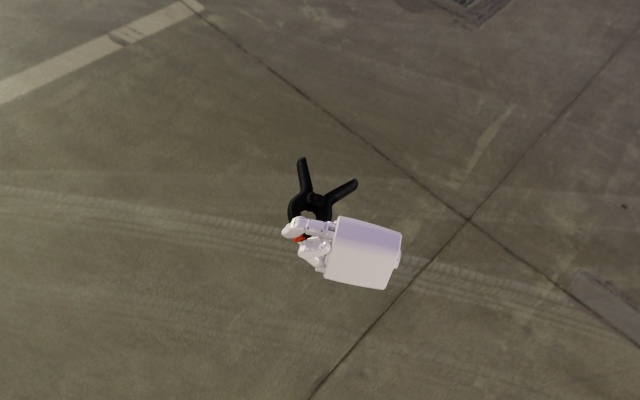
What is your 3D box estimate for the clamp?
[{"bbox_3d":[0.000,0.003,0.849,0.120,0.171,0.039,13,-32,2],"label":"clamp"}]
